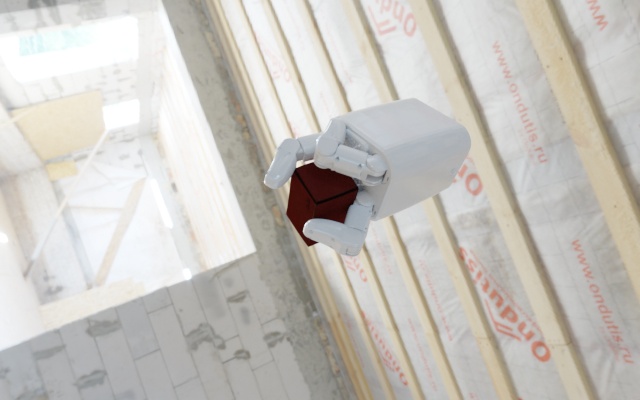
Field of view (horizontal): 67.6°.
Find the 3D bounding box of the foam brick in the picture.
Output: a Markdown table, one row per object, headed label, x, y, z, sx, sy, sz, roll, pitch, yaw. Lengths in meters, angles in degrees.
| label | x | y | z | sx | sy | sz | roll | pitch | yaw |
| --- | --- | --- | --- | --- | --- | --- | --- | --- | --- |
| foam brick | 0.000 | 0.002 | 0.507 | 0.051 | 0.053 | 0.078 | -21 | -31 | -24 |
